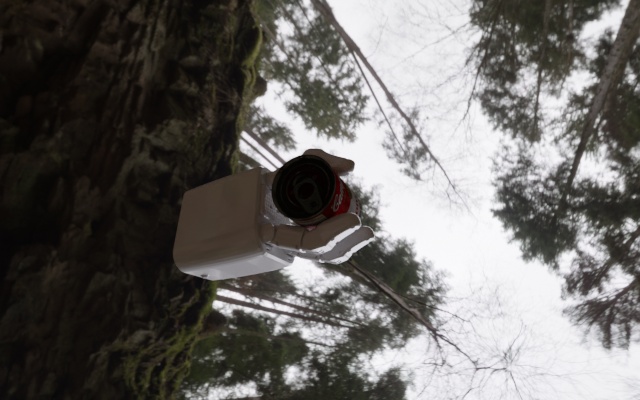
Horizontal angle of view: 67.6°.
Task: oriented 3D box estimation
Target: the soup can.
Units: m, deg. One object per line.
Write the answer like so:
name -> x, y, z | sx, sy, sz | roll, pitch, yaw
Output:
soup can -> 0.001, 0.002, 0.511 | 0.068, 0.068, 0.102 | 0, -18, 22
